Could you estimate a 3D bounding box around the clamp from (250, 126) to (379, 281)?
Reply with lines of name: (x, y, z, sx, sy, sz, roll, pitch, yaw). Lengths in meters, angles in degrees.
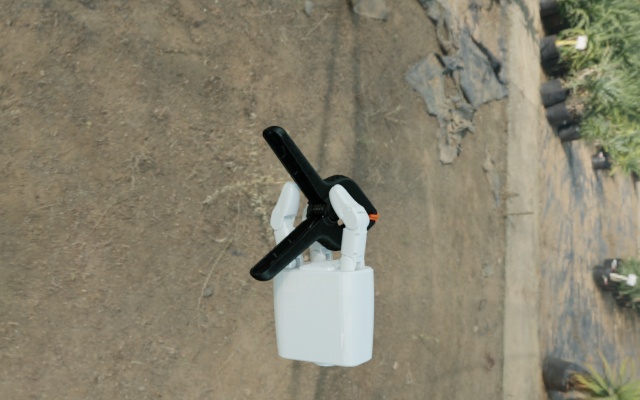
clamp: (0.001, 0.002, 0.569, 0.036, 0.164, 0.210, 3, 2, 41)
